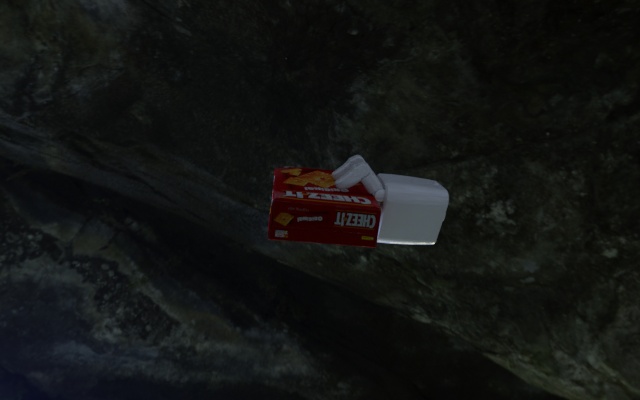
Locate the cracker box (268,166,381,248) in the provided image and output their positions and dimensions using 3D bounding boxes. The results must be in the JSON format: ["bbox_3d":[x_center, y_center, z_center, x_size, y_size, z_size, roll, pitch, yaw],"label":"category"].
[{"bbox_3d":[0.000,0.003,0.795,0.164,0.072,0.213,4,16,-5],"label":"cracker box"}]
